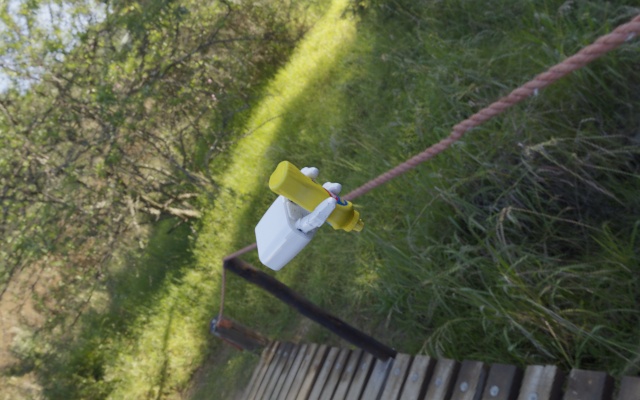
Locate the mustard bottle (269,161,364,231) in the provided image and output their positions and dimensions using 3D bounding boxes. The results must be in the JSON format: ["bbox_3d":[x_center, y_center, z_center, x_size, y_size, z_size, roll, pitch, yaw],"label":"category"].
[{"bbox_3d":[0.000,0.002,0.869,0.192,0.058,0.096,33,4,-18],"label":"mustard bottle"}]
